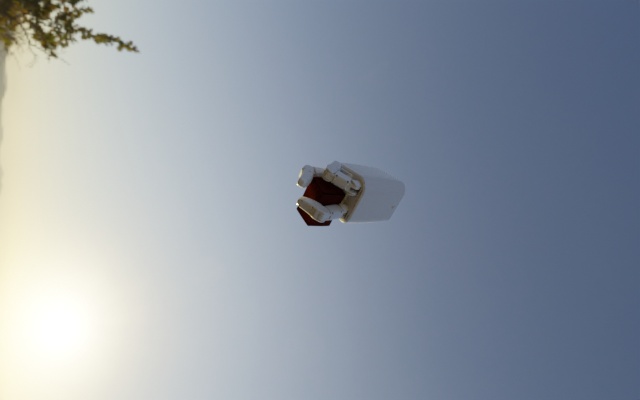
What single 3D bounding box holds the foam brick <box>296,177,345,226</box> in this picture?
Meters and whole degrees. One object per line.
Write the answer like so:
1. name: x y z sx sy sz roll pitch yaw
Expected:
1. foam brick: 0.000 0.003 0.880 0.051 0.078 0.053 2 39 -35
